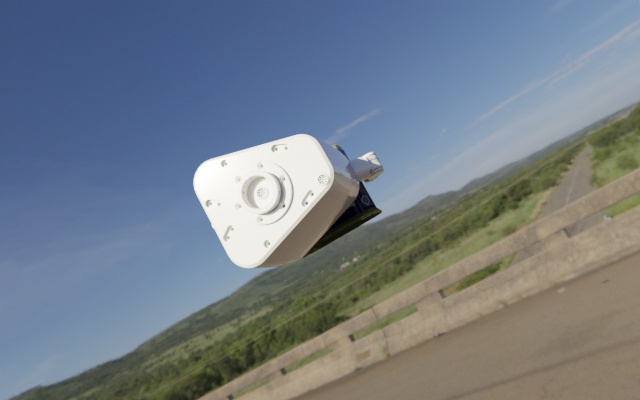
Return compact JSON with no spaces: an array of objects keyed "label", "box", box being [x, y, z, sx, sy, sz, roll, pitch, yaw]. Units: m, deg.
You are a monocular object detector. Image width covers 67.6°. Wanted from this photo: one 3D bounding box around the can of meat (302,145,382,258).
[{"label":"can of meat","box":[0.000,0.001,0.511,0.102,0.084,0.057,-31,-9,13]}]
